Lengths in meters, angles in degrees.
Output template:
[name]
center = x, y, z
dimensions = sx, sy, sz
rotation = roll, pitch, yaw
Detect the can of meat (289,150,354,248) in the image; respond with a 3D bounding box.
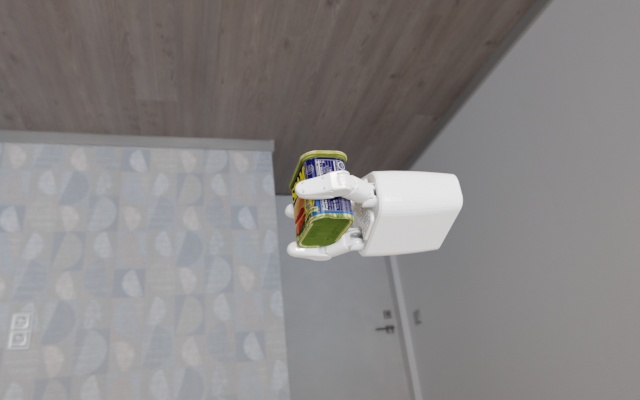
[can of meat]
center = 0.000, 0.002, 0.575
dimensions = 0.057, 0.084, 0.102
rotation = 0, -25, -16
